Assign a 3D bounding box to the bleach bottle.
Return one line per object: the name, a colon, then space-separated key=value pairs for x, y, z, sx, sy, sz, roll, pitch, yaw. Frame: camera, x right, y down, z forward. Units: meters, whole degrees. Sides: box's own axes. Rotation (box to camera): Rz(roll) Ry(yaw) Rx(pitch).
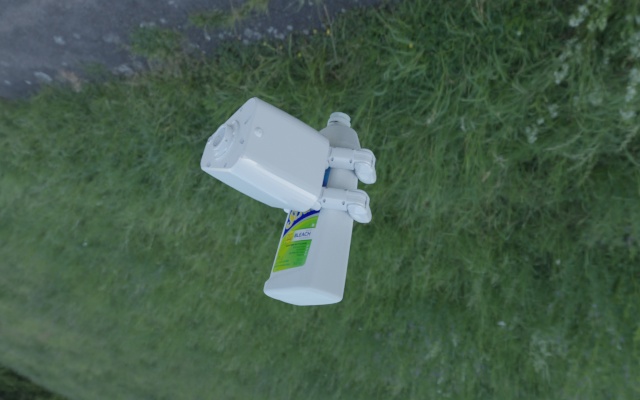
bleach bottle: x=0.000 y=0.002 z=0.611 sx=0.068 sy=0.250 sz=0.102 roll=27 pitch=-28 yaw=-33
